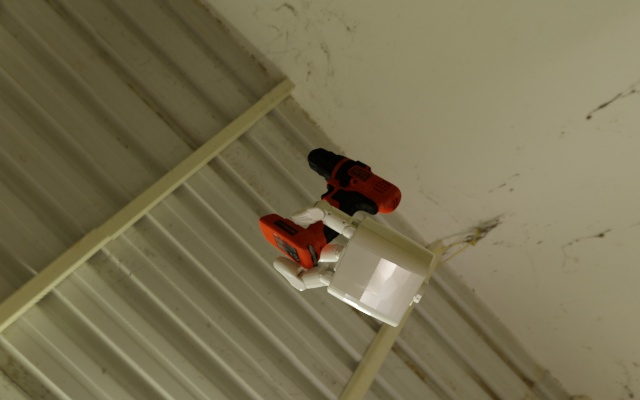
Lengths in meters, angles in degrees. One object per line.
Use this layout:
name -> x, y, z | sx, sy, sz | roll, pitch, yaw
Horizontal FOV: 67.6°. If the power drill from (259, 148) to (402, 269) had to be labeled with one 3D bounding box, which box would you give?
power drill -> 0.000, 0.003, 0.727 | 0.187, 0.057, 0.184 | -41, 50, -23
